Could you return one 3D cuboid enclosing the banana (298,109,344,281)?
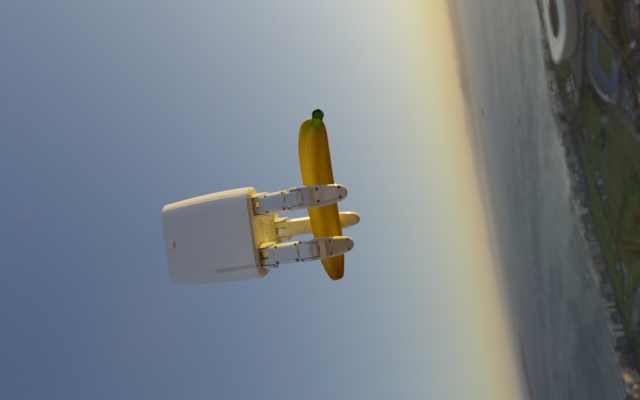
[{"bbox_3d":[0.000,-0.008,0.541,0.037,0.198,0.069,-8,20,3],"label":"banana"}]
